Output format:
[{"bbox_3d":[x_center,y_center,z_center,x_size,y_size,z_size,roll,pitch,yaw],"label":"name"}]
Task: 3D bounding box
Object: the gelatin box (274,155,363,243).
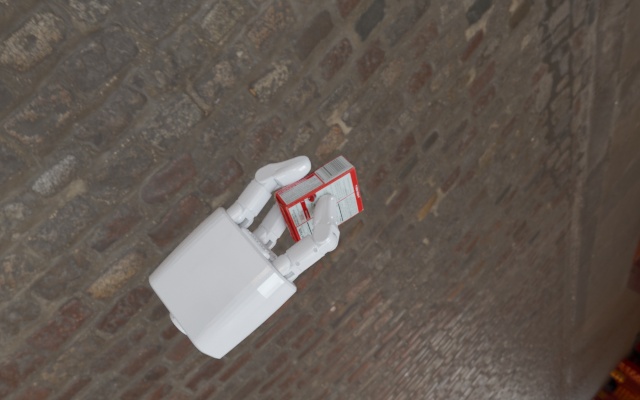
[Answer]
[{"bbox_3d":[0.001,0.002,0.527,0.089,0.073,0.030,-31,49,-12],"label":"gelatin box"}]
